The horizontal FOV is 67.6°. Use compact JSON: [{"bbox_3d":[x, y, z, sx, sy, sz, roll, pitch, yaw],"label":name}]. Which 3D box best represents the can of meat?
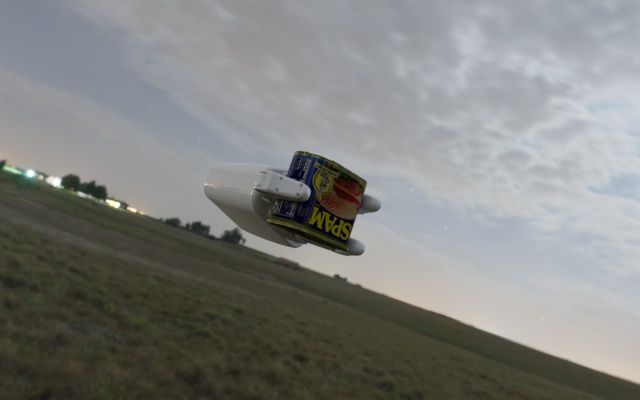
[{"bbox_3d":[0.000,0.001,0.535,0.057,0.084,0.102,10,-12,44],"label":"can of meat"}]
